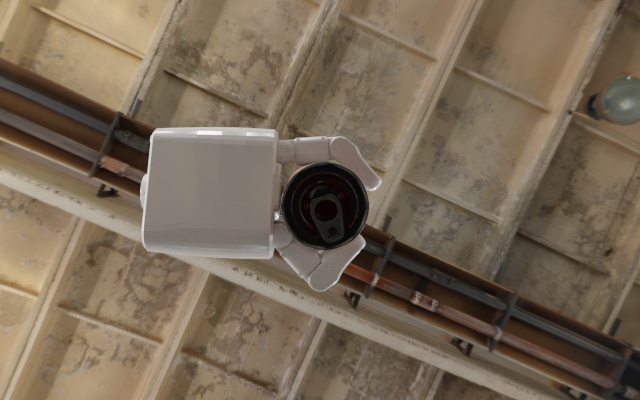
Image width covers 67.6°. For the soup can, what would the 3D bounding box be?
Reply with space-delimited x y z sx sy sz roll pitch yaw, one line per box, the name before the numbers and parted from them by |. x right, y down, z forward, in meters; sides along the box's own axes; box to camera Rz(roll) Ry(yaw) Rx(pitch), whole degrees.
soup can | 0.001 0.001 0.414 0.068 0.068 0.102 0 4 -4
